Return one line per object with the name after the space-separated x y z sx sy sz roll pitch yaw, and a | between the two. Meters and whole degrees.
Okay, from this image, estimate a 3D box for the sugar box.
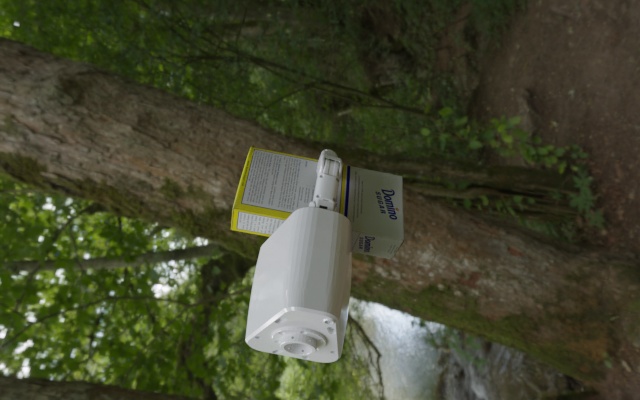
0.000 0.002 0.517 0.176 0.093 0.048 13 -40 -7 | sugar box
